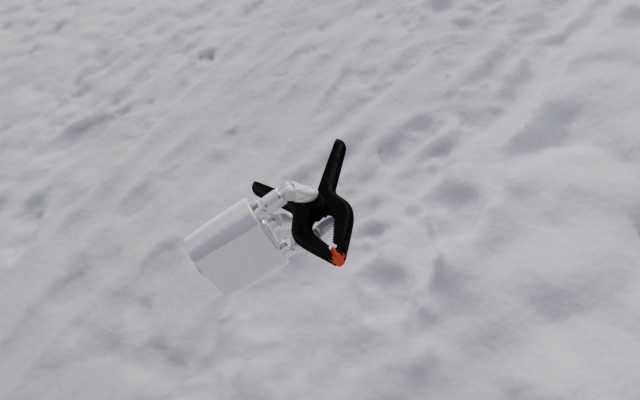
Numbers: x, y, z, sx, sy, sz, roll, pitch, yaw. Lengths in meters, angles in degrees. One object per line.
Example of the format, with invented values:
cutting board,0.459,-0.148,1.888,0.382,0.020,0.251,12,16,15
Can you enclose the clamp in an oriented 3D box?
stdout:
clamp,0.000,0.002,0.707,0.164,0.209,0.036,-33,-39,0
